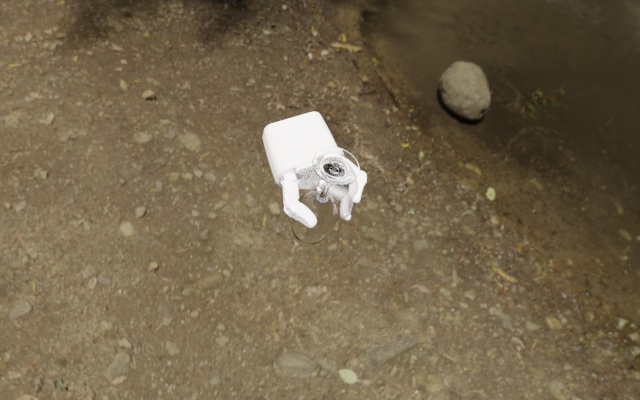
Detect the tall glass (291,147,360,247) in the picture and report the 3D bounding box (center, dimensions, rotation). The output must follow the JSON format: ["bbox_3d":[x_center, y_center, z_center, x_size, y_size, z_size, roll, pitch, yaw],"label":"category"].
[{"bbox_3d":[0.000,0.002,0.796,0.079,0.079,0.201,0,-34,-17],"label":"tall glass"}]
